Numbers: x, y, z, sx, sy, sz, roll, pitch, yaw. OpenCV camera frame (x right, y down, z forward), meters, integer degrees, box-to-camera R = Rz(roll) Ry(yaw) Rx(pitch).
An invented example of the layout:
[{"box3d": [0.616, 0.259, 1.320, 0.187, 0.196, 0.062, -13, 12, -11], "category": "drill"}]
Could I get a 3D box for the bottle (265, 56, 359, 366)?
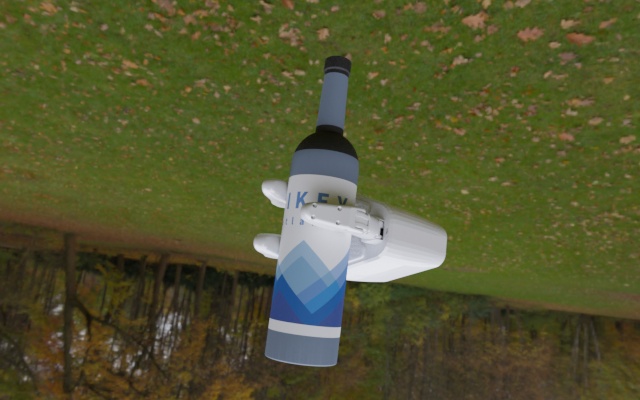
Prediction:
[{"box3d": [0.000, 0.002, 0.463, 0.069, 0.295, 0.069, 7, -10, 1], "category": "bottle"}]
